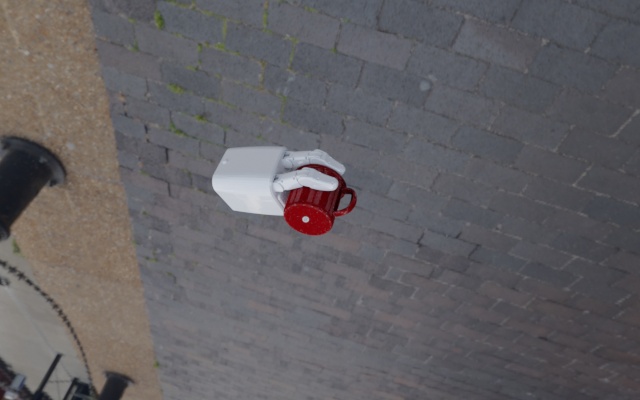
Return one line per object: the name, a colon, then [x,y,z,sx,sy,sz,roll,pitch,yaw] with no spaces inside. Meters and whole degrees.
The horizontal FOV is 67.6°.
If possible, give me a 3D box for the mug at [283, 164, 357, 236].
mug: [0.001,0.003,0.762,0.117,0.081,0.093,2,-41,18]
